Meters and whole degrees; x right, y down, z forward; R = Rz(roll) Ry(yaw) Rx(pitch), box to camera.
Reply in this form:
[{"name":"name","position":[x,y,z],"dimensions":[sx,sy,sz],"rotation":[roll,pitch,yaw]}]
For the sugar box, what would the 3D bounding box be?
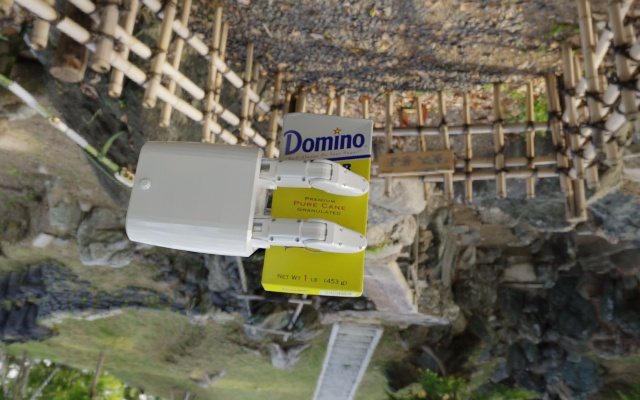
[{"name":"sugar box","position":[0.000,0.001,0.466],"dimensions":[0.093,0.176,0.048],"rotation":[5,-17,0]}]
